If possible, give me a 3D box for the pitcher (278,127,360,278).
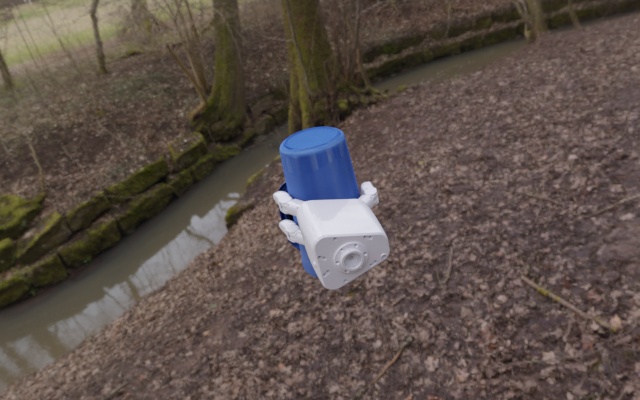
[{"bbox_3d":[0.000,0.003,0.823,0.149,0.243,0.145,-16,28,-5],"label":"pitcher"}]
